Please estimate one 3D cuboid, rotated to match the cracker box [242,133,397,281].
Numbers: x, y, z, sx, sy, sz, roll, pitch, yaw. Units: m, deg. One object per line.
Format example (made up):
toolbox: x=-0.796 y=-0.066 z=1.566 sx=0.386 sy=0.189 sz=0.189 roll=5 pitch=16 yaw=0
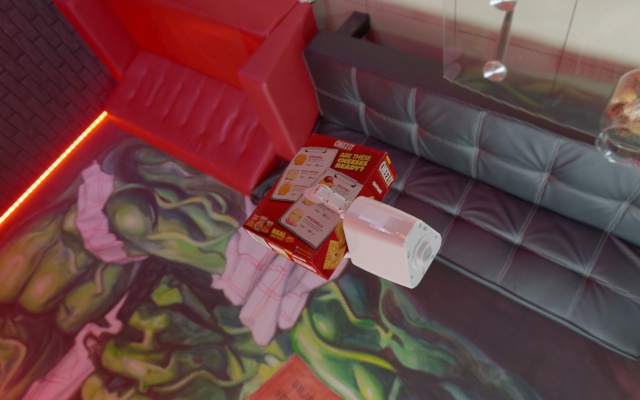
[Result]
cracker box: x=0.000 y=0.003 z=0.785 sx=0.164 sy=0.213 sz=0.072 roll=21 pitch=-23 yaw=38
